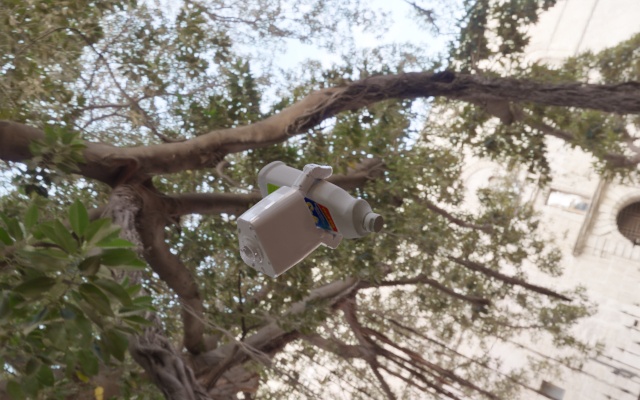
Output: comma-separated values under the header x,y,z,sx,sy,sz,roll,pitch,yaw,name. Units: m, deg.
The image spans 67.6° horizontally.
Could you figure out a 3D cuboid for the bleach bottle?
x,y,z,sx,sy,sz,roll,pitch,yaw,name
0.000,0.003,0.837,0.251,0.103,0.068,17,41,41,bleach bottle
